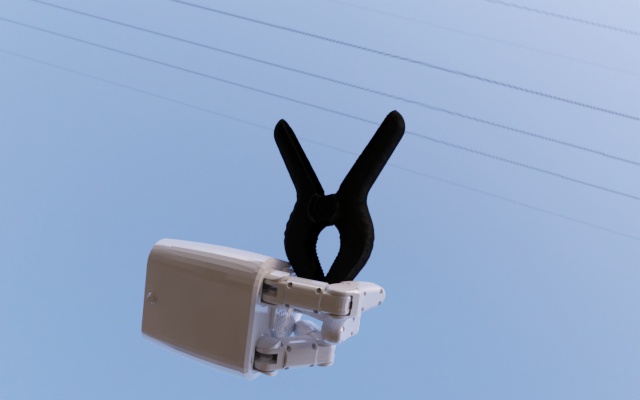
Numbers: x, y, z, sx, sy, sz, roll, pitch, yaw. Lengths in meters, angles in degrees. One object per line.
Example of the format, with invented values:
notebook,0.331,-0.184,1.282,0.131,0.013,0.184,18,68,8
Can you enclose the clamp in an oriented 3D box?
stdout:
clamp,0.000,0.002,0.410,0.120,0.171,0.039,9,-9,32
